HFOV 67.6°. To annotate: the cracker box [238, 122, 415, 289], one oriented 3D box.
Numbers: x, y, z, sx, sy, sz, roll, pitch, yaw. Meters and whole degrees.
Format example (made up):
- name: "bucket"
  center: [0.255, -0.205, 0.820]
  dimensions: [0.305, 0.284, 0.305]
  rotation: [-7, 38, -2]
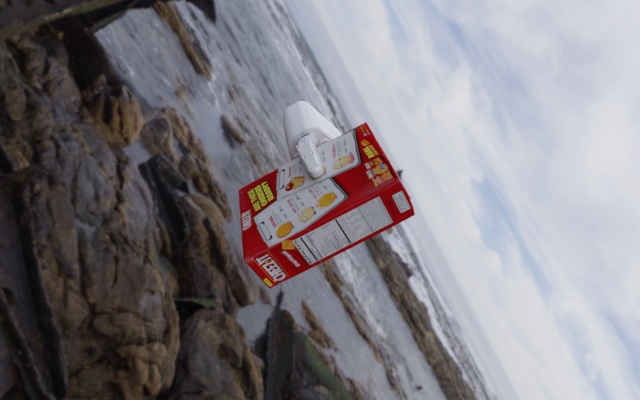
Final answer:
- name: "cracker box"
  center: [0.000, 0.002, 0.645]
  dimensions: [0.214, 0.072, 0.164]
  rotation: [-28, 35, 8]
